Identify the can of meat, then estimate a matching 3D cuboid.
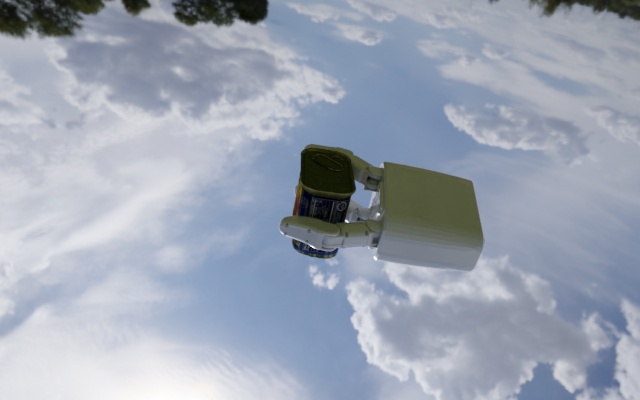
[{"bbox_3d":[0.000,0.002,0.527,0.057,0.084,0.102,8,30,-6],"label":"can of meat"}]
